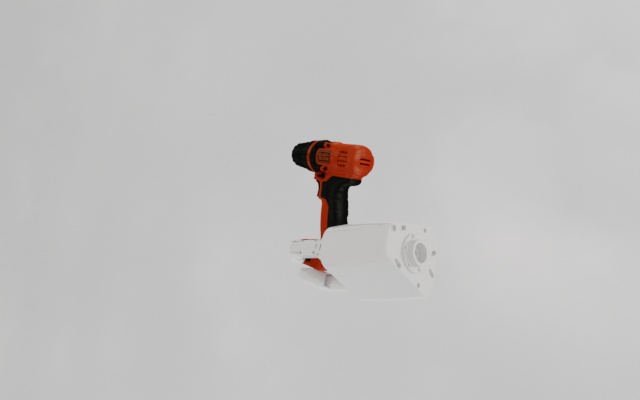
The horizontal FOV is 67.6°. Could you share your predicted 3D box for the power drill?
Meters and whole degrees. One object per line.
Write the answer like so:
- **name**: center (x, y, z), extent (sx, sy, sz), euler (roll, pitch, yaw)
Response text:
- **power drill**: center (0.000, 0.003, 0.717), extent (0.057, 0.187, 0.184), euler (4, 5, -32)
